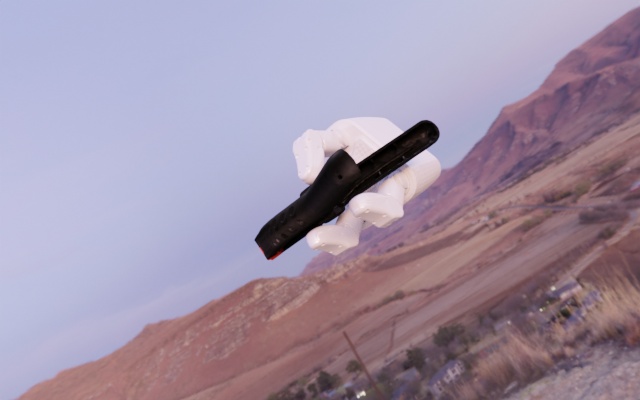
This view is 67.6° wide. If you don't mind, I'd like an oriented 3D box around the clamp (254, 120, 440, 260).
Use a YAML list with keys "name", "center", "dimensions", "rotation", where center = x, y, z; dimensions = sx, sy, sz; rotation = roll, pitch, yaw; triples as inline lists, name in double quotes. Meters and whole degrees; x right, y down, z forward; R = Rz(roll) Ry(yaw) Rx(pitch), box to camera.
- name: "clamp"
  center: [-0.001, 0.001, 0.432]
  dimensions: [0.210, 0.036, 0.164]
  rotation: [-38, -9, 31]
